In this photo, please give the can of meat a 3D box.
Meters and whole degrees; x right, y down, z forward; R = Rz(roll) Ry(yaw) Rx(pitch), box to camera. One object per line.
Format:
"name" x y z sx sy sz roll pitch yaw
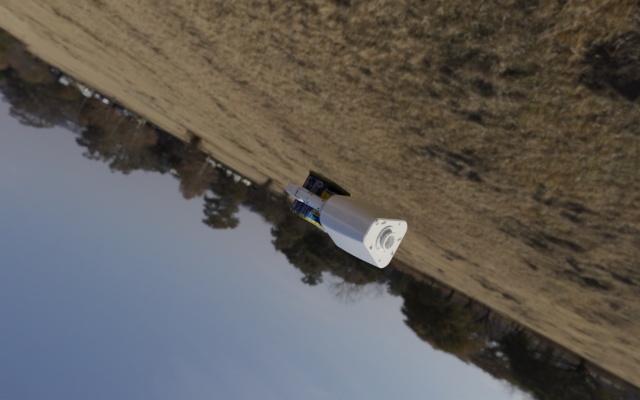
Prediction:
"can of meat" 0.000 0.003 0.890 0.057 0.084 0.102 27 -3 39
